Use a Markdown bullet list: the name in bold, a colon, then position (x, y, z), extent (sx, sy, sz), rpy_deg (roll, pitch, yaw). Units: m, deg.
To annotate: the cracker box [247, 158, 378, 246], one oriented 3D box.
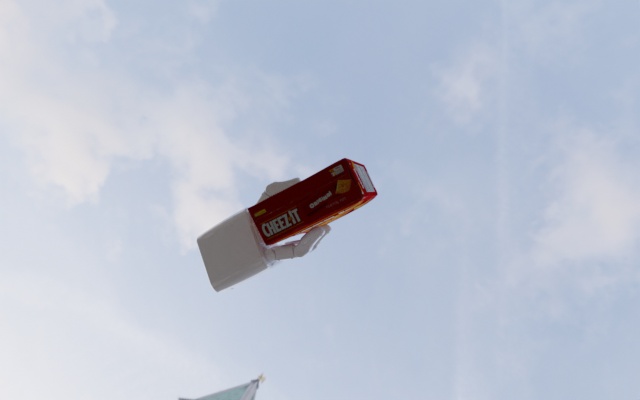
- **cracker box**: position (0.000, 0.002, 0.775), extent (0.164, 0.072, 0.213), rpy_deg (-27, -4, 12)
